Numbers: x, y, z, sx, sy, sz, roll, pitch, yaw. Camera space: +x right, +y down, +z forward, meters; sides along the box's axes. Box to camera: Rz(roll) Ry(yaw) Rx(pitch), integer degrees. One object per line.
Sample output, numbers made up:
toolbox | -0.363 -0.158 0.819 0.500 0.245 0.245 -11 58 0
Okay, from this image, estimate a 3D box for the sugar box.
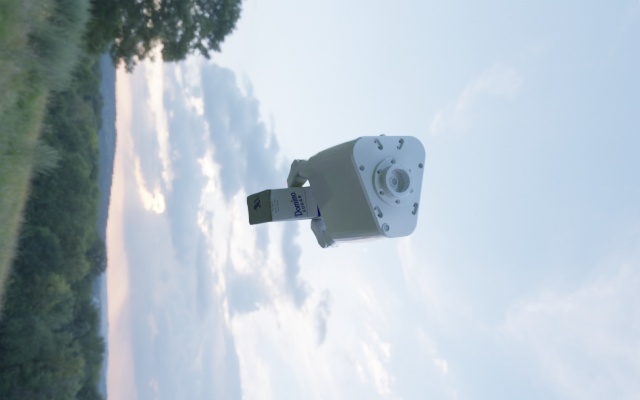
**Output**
sugar box | 0.000 0.001 0.631 0.176 0.048 0.093 -3 -4 -26
